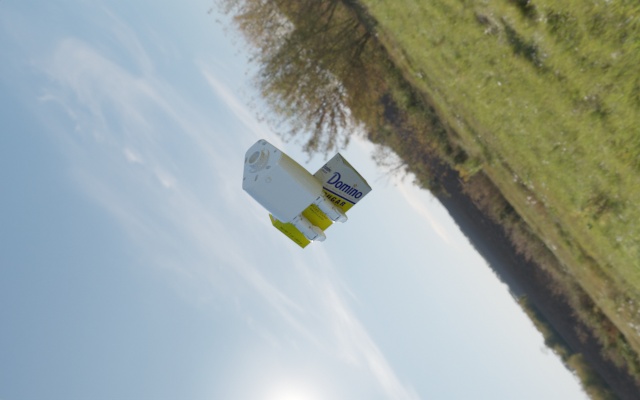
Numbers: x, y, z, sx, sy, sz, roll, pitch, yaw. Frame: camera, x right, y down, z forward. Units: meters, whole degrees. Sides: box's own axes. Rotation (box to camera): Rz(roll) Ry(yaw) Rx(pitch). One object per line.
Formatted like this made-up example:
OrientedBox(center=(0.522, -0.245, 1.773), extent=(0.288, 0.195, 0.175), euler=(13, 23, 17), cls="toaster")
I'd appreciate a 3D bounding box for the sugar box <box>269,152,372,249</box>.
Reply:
OrientedBox(center=(0.000, 0.003, 0.886), extent=(0.093, 0.176, 0.048), euler=(41, 15, -36), cls="sugar box")
